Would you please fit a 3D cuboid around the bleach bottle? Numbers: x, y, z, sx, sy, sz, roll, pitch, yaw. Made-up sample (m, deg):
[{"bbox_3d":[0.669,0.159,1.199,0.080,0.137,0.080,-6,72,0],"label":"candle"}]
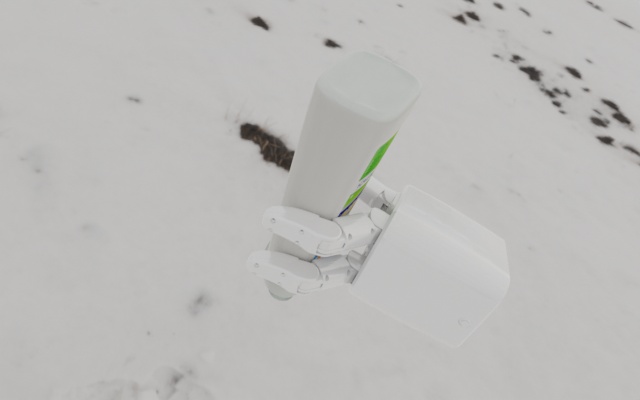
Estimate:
[{"bbox_3d":[0.000,0.001,0.425,0.068,0.251,0.102,31,41,9],"label":"bleach bottle"}]
